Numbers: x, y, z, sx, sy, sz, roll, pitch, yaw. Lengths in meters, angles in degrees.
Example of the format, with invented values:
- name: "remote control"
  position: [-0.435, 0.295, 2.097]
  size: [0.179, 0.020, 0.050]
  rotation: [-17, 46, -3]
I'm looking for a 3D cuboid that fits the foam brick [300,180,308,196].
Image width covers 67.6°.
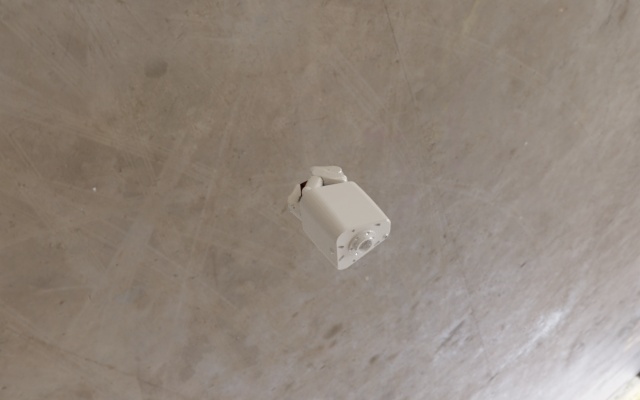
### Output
- name: "foam brick"
  position: [0.000, 0.003, 0.845]
  size: [0.053, 0.078, 0.051]
  rotation: [-25, 47, -19]
